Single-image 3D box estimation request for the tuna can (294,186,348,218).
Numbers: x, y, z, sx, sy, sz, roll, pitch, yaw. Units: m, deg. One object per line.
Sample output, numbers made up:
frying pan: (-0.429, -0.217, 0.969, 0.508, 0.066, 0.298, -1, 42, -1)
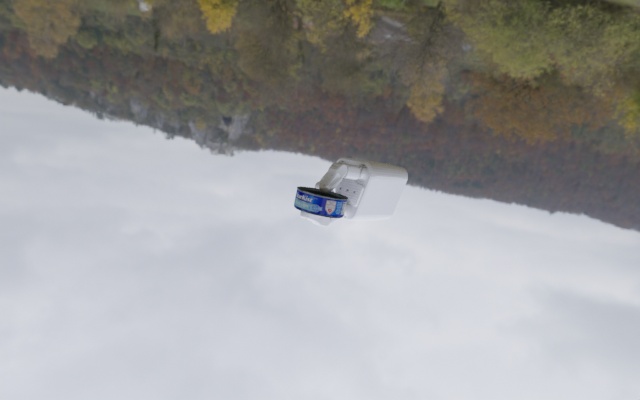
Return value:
tuna can: (0.000, 0.003, 0.783, 0.086, 0.034, 0.086, 12, 8, -2)
